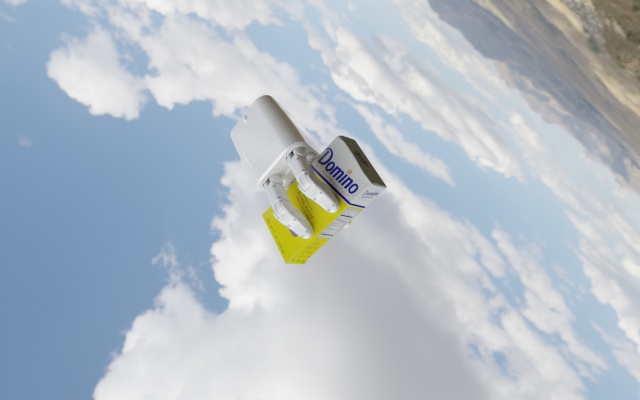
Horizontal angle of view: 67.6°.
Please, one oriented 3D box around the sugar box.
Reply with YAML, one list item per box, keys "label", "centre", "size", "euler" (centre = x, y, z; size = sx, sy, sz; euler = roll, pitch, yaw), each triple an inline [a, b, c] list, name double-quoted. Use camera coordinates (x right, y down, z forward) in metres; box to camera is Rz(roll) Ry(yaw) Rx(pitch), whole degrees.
- label: "sugar box"
  centre: [0.000, 0.002, 0.666]
  size: [0.048, 0.093, 0.176]
  euler: [8, -47, -49]
